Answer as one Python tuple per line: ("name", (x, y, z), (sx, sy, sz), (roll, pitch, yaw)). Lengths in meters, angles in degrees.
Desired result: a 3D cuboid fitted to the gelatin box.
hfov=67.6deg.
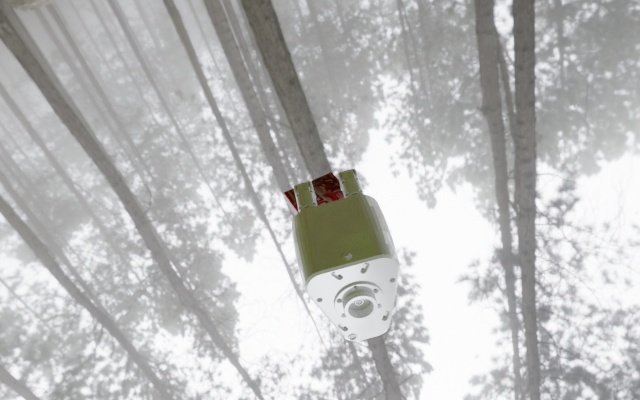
("gelatin box", (0.000, 0.002, 0.624), (0.073, 0.030, 0.089), (-24, 30, -9))
